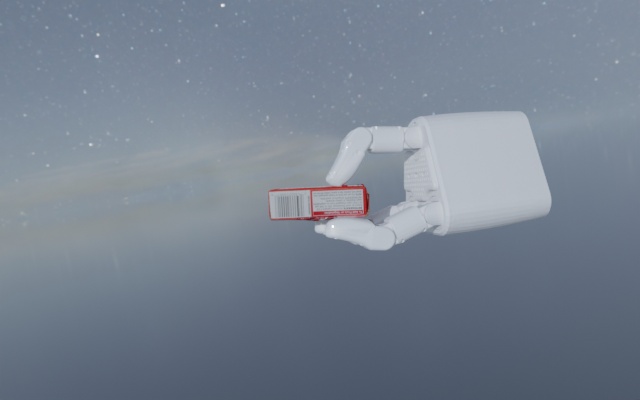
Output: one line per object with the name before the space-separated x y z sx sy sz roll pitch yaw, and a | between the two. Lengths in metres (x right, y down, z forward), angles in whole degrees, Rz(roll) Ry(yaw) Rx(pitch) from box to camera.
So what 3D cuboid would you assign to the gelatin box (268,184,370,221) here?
gelatin box | 0.000 0.001 0.452 0.089 0.030 0.073 -2 3 3
